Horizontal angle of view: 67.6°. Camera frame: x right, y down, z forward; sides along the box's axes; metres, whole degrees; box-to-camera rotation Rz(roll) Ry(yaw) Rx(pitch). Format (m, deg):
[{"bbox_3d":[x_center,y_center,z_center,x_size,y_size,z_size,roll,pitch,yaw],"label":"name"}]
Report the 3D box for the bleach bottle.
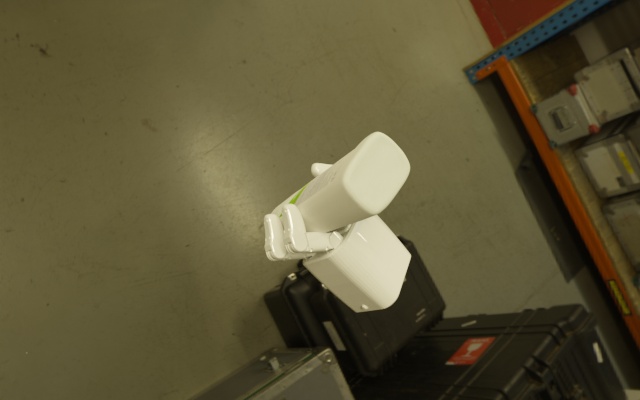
[{"bbox_3d":[0.000,0.002,0.624,0.102,0.068,0.251,-52,14,-32],"label":"bleach bottle"}]
